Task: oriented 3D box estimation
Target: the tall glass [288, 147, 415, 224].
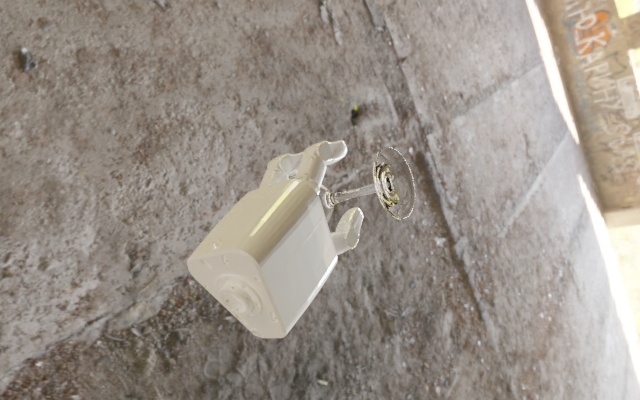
[{"bbox_3d":[0.001,0.002,0.539,0.201,0.079,0.079,-14,-9,39],"label":"tall glass"}]
